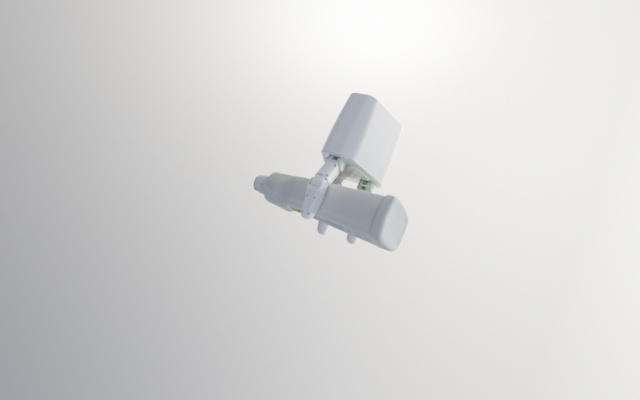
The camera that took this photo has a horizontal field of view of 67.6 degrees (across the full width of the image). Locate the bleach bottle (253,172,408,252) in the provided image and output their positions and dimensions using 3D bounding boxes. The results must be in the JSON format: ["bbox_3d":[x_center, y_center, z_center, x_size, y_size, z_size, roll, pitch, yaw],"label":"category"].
[{"bbox_3d":[0.000,0.002,0.717,0.251,0.068,0.103,18,-12,28],"label":"bleach bottle"}]
